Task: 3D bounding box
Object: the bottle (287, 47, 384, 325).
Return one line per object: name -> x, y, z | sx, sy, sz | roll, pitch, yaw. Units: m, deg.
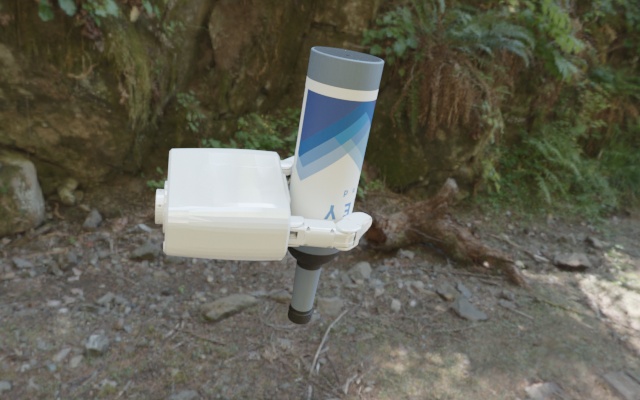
bottle -> 0.000, 0.001, 0.486 | 0.069, 0.296, 0.069 | 9, 24, -4
